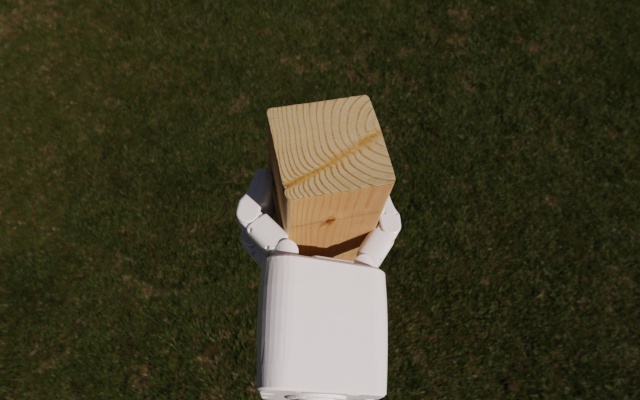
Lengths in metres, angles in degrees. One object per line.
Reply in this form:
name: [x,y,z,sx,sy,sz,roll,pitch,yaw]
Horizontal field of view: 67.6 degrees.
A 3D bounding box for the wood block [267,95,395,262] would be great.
wood block: [0.000,0.002,0.473,0.091,0.090,0.206,-9,-26,-10]
